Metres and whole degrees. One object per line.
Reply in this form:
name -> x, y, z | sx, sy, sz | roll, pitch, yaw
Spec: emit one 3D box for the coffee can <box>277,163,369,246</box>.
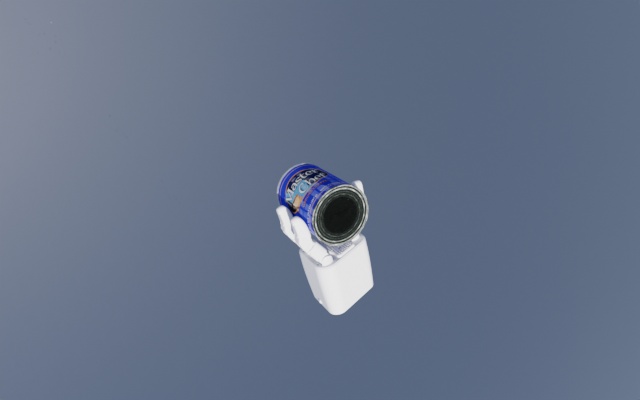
coffee can -> 0.000, 0.002, 0.805 | 0.103, 0.103, 0.140 | 0, 18, -29
